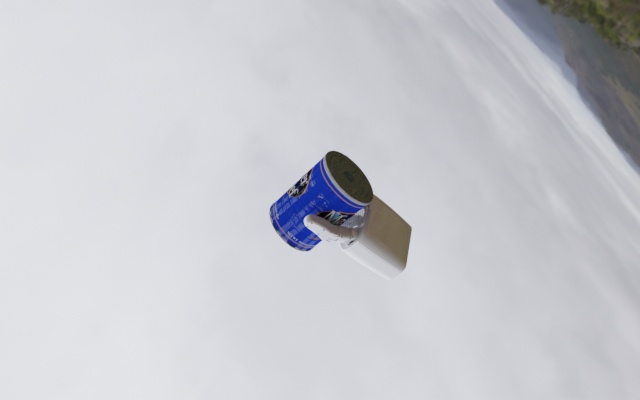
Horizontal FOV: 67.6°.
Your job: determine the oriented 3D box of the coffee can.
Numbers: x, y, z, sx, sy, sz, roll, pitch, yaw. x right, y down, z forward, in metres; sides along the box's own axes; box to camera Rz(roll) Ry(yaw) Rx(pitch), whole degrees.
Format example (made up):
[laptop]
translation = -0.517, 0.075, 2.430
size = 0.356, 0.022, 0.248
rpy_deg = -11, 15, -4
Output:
[coffee can]
translation = 0.000, 0.002, 0.771
size = 0.140, 0.102, 0.103
rpy_deg = -41, -22, 28
